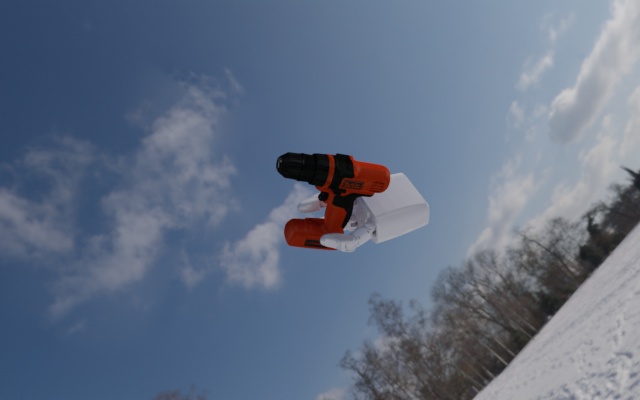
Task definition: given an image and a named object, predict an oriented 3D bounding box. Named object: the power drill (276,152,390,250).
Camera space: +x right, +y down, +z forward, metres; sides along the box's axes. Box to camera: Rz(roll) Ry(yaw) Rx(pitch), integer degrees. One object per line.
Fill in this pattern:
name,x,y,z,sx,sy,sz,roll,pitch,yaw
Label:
power drill,0.000,0.003,0.781,0.184,0.057,0.188,8,-44,-18
